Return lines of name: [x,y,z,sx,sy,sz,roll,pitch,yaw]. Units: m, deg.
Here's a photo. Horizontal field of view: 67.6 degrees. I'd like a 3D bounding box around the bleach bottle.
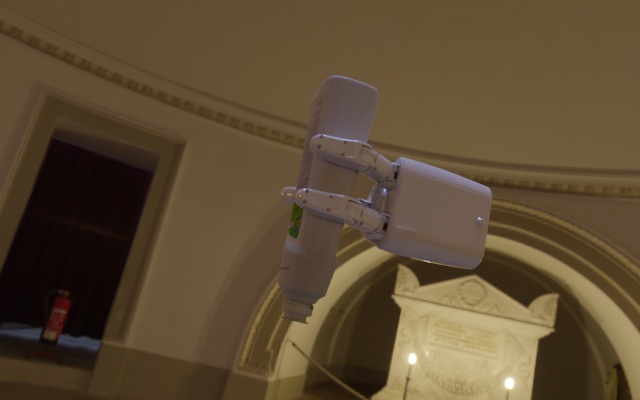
bleach bottle: [0.000,0.002,0.507,0.068,0.250,0.102,15,-13,-10]
